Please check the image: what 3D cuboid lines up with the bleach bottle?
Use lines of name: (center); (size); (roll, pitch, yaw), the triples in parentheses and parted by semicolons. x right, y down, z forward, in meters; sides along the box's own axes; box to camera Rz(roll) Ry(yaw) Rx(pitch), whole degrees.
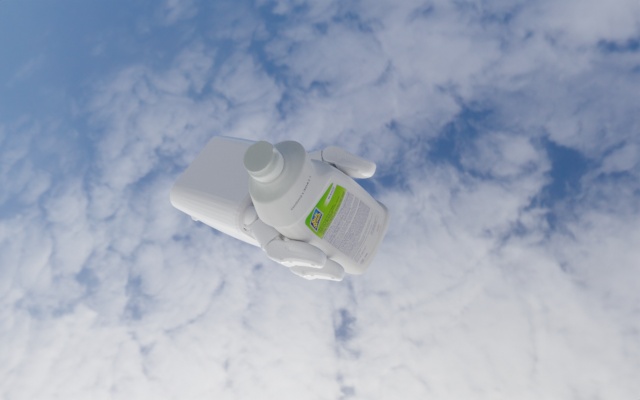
bleach bottle: (0.000, 0.002, 0.498); (0.068, 0.102, 0.251); (17, -14, 29)
